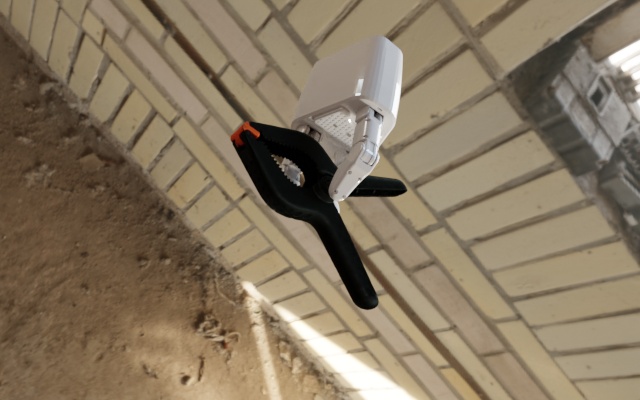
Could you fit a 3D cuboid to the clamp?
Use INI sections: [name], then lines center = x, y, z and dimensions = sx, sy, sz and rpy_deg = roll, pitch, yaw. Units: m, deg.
[clamp]
center = 0.000, 0.001, 0.473
dimensions = 0.210, 0.164, 0.036
rpy_deg = 31, -38, -24
